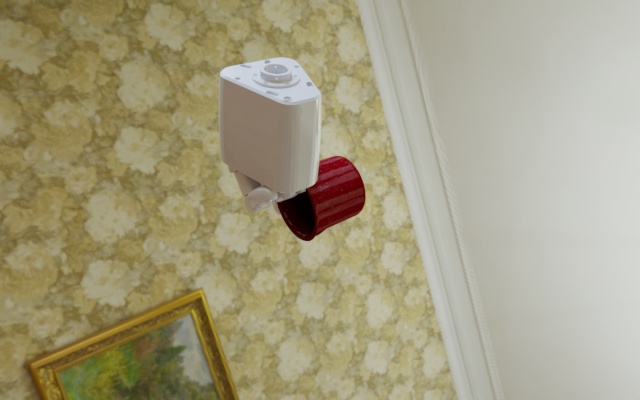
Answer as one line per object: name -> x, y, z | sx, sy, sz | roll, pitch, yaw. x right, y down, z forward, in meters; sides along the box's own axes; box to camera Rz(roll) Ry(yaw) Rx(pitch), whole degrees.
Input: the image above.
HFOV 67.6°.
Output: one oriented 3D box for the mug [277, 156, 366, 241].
mug -> 0.000, 0.003, 0.599 | 0.081, 0.117, 0.093 | -22, 48, -30
